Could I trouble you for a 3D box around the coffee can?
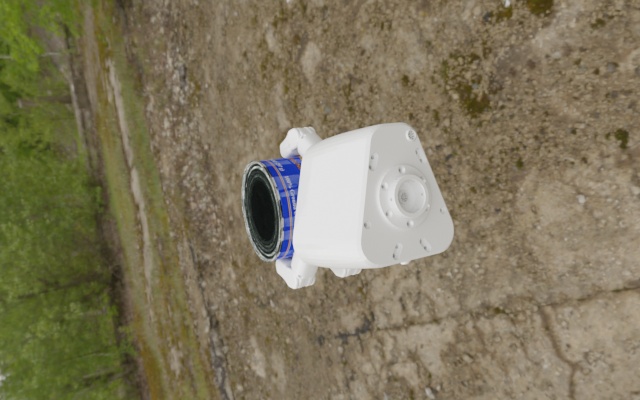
[{"bbox_3d":[0.000,0.002,0.507,0.140,0.103,0.103,-9,4,-28],"label":"coffee can"}]
